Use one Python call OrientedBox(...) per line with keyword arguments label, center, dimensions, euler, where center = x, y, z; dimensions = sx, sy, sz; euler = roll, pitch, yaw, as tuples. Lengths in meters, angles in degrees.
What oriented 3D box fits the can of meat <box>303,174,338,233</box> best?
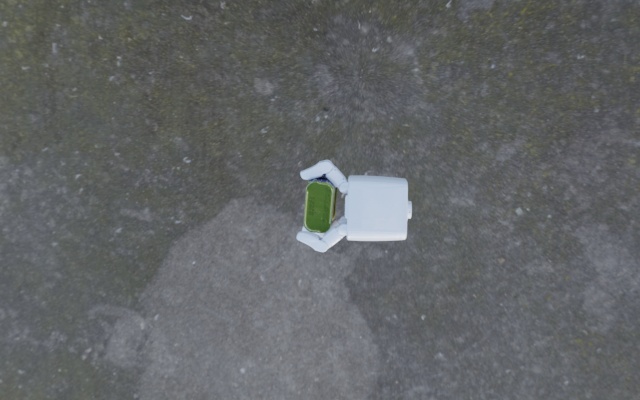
OrientedBox(label="can of meat", center=(0.000, 0.003, 0.891), dimensions=(0.057, 0.102, 0.084), euler=(5, 15, 3))
